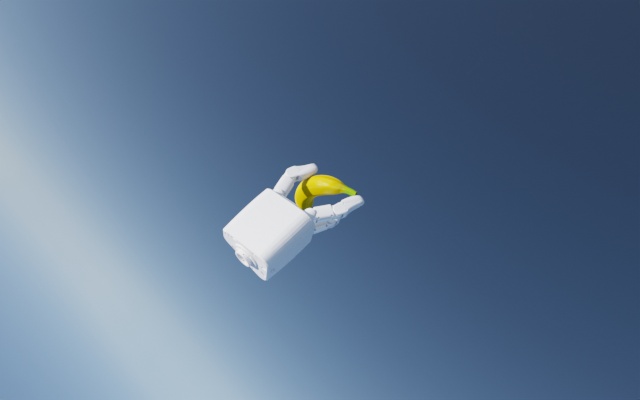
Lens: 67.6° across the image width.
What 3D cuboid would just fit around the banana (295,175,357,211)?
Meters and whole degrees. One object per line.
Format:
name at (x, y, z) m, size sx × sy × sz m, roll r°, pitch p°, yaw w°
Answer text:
banana at (-0.010, -0.012, 0.879) m, size 0.037 × 0.069 × 0.198 m, roll -46°, pitch 12°, yaw -25°
